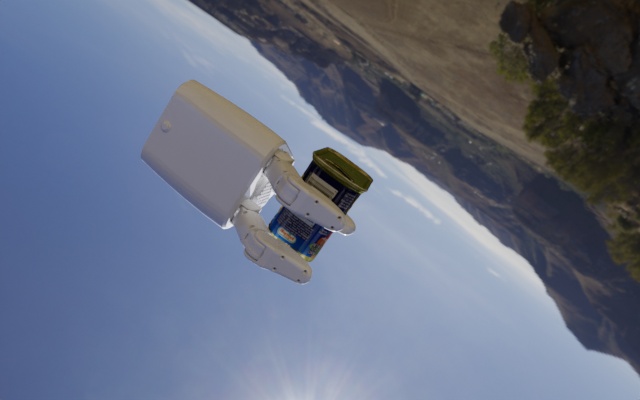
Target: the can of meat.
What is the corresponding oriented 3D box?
[{"bbox_3d":[0.000,0.002,0.448,0.057,0.084,0.102,36,13,3],"label":"can of meat"}]
